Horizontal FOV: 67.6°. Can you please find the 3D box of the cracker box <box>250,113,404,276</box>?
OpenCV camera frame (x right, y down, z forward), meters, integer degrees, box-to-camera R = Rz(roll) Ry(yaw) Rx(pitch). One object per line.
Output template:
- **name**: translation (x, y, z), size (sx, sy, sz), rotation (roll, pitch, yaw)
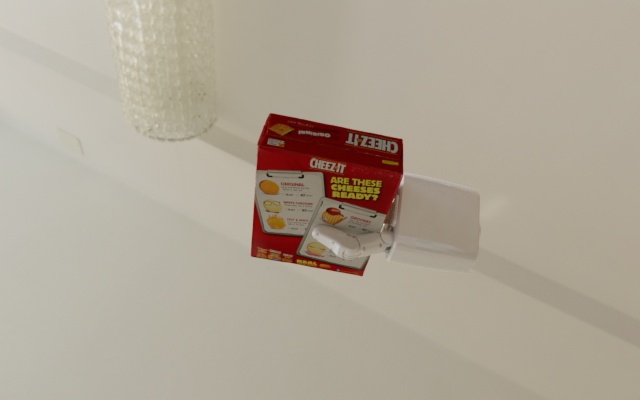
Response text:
- **cracker box**: translation (0.000, 0.002, 0.614), size (0.164, 0.072, 0.214), rotation (11, -42, -2)
